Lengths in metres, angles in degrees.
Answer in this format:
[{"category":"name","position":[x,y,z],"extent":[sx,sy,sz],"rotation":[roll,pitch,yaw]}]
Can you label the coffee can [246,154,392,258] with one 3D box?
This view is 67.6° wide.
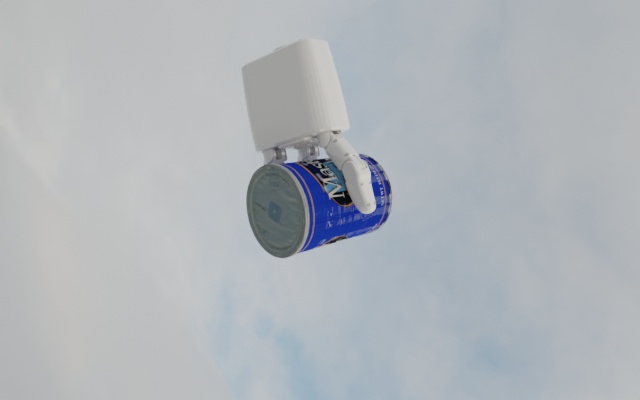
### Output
[{"category":"coffee can","position":[0.000,0.002,0.558],"extent":[0.140,0.103,0.103],"rotation":[-12,8,-42]}]
